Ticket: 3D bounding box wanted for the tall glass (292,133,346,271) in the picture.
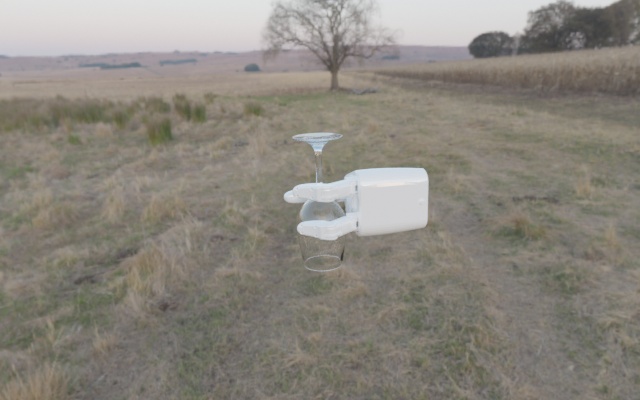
[{"bbox_3d":[0.000,0.002,0.720,0.079,0.201,0.079,-2,15,1],"label":"tall glass"}]
